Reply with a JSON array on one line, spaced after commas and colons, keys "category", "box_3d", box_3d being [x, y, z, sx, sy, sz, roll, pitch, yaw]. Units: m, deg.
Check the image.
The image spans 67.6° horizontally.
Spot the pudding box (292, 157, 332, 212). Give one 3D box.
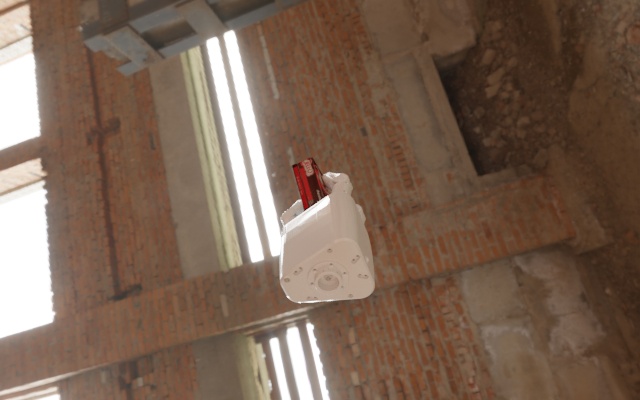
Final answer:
[{"category": "pudding box", "box_3d": [0.000, 0.002, 0.721, 0.039, 0.090, 0.114, -20, -34, 7]}]
